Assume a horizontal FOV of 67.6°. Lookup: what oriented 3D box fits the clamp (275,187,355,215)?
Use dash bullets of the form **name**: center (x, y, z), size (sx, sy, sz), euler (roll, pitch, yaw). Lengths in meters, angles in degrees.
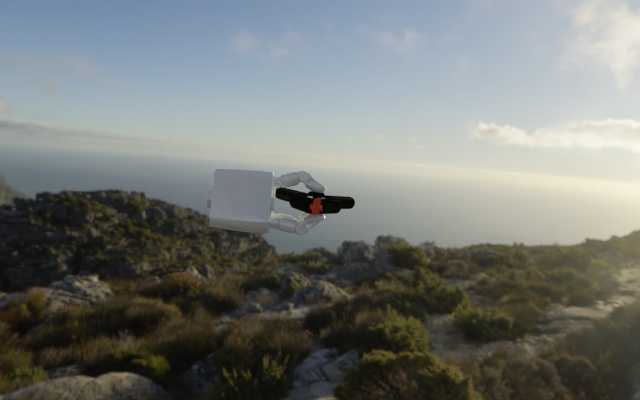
- **clamp**: center (0.000, 0.002, 0.894), size (0.164, 0.036, 0.210), euler (6, 5, -9)
